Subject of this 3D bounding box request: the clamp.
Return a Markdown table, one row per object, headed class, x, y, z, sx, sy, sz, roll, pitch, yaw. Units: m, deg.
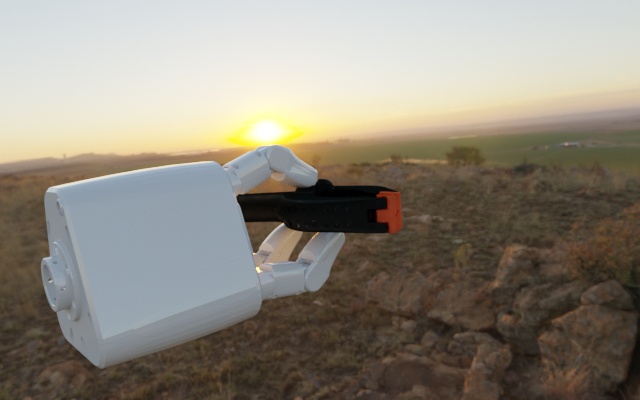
| class | x | y | z | sx | sy | sz | roll | pitch | yaw |
| --- | --- | --- | --- | --- | --- | --- | --- | --- | --- |
| clamp | 0.000 | 0.001 | 0.424 | 0.164 | 0.036 | 0.210 | -13 | 10 | -41 |
